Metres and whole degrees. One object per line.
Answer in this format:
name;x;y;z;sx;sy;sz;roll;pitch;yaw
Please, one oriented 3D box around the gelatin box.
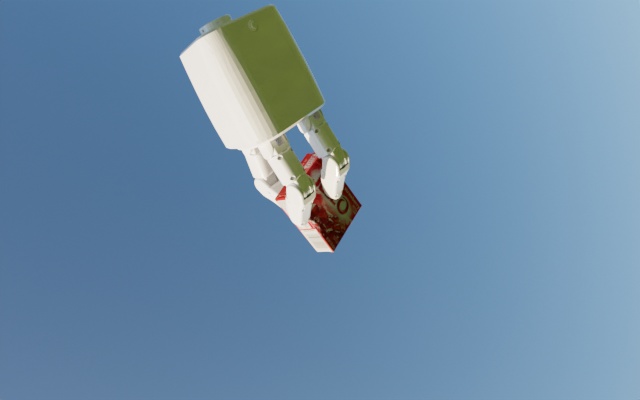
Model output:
gelatin box;0.000;0.002;0.530;0.030;0.089;0.073;-4;42;45
